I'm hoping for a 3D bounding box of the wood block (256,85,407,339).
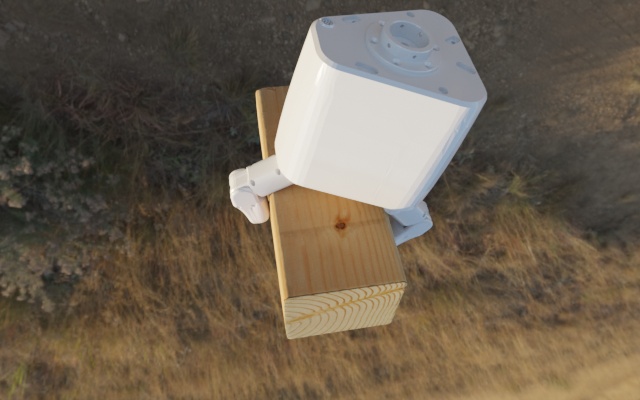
[{"bbox_3d":[0.000,0.001,0.420,0.091,0.206,0.090,-7,-33,-6],"label":"wood block"}]
